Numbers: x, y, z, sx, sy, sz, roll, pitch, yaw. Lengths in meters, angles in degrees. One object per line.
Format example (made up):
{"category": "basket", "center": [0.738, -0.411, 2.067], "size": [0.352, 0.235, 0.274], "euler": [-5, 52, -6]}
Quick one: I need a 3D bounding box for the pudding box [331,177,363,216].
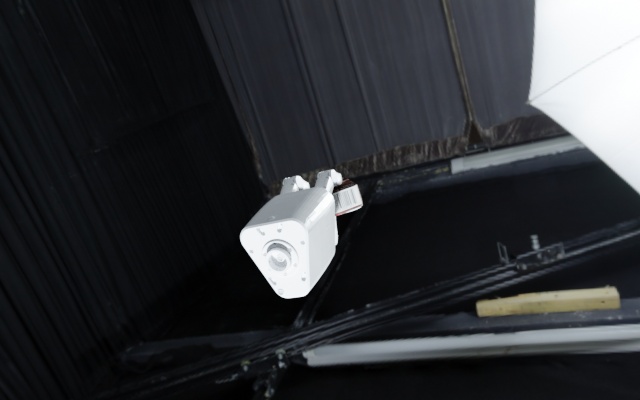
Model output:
{"category": "pudding box", "center": [0.000, 0.003, 0.738], "size": [0.113, 0.039, 0.090], "euler": [-18, 13, -6]}
